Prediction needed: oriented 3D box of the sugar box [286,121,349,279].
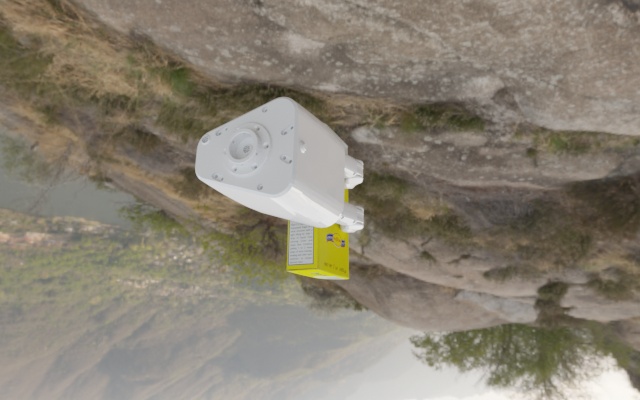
[{"bbox_3d":[0.001,0.002,0.570,0.048,0.176,0.093,-4,-16,24],"label":"sugar box"}]
